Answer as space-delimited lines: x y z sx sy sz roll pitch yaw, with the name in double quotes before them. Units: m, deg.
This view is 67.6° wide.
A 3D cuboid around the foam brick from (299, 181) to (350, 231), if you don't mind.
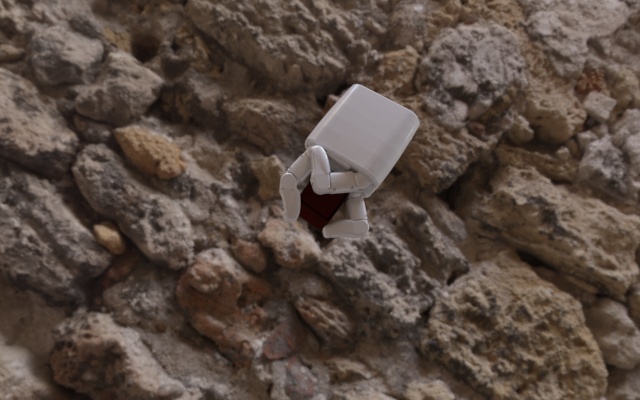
"foam brick" 0.000 0.002 0.652 0.053 0.051 0.078 36 -15 2
